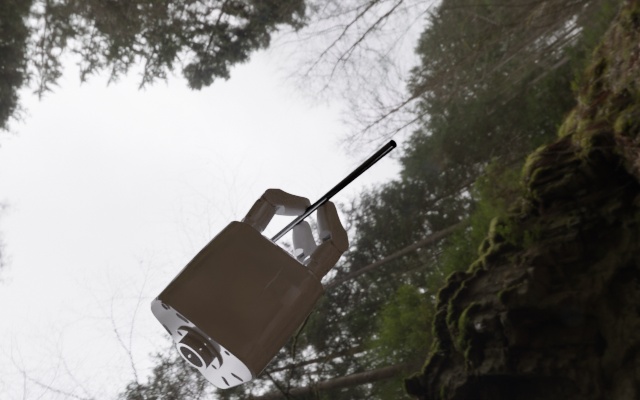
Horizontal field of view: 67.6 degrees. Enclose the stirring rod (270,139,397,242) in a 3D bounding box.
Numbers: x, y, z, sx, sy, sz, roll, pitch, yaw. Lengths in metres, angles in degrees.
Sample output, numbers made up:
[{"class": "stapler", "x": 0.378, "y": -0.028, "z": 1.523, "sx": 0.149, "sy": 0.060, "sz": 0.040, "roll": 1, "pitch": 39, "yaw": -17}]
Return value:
[{"class": "stirring rod", "x": 0.000, "y": 0.002, "z": 0.494, "sx": 0.011, "sy": 0.011, "sz": 0.240, "roll": 0, "pitch": -24, "yaw": -34}]
